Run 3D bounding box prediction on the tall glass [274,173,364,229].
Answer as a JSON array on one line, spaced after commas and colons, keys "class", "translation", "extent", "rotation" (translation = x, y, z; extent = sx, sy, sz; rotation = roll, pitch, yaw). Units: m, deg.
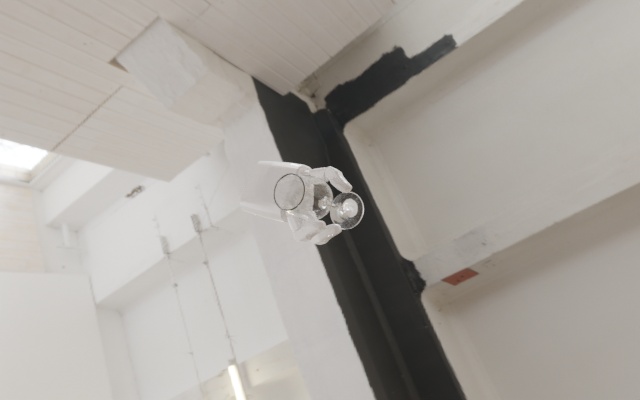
[{"class": "tall glass", "translation": [0.001, 0.003, 0.851], "extent": [0.079, 0.079, 0.201], "rotation": [0, -10, 31]}]
